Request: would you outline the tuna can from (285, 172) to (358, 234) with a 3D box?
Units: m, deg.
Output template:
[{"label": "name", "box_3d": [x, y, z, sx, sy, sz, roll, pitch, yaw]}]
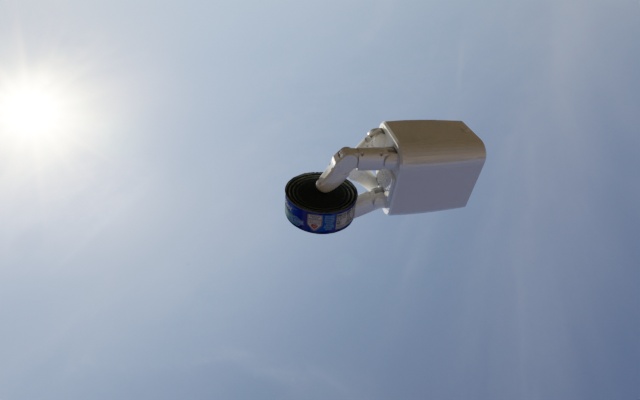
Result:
[{"label": "tuna can", "box_3d": [0.000, 0.002, 0.567, 0.086, 0.034, 0.086, 3, 34, -2]}]
